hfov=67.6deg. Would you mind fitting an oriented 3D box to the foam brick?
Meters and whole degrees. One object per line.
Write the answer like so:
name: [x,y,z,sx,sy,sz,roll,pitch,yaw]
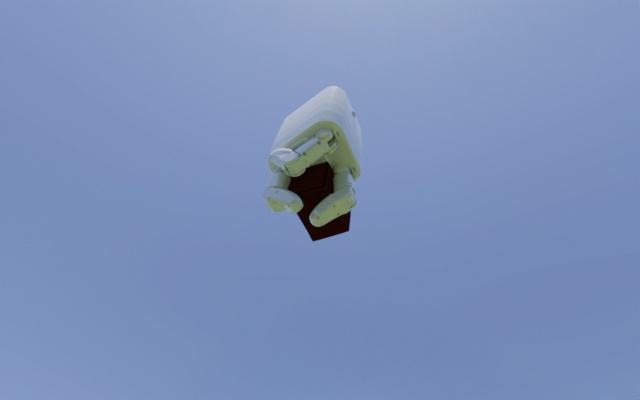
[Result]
foam brick: [0.000,0.002,0.596,0.053,0.078,0.051,-16,35,18]
